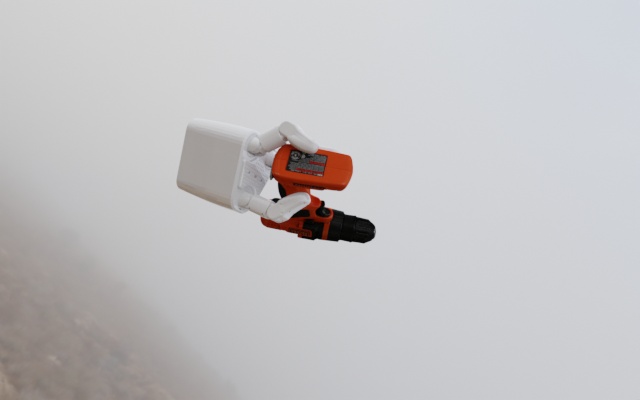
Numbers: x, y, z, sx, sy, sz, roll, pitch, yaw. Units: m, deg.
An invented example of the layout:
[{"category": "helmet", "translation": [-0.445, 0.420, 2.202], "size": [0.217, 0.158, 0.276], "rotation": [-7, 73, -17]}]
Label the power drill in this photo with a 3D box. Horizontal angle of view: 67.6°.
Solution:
[{"category": "power drill", "translation": [0.000, 0.002, 0.694], "size": [0.184, 0.057, 0.188], "rotation": [9, -31, 1]}]
